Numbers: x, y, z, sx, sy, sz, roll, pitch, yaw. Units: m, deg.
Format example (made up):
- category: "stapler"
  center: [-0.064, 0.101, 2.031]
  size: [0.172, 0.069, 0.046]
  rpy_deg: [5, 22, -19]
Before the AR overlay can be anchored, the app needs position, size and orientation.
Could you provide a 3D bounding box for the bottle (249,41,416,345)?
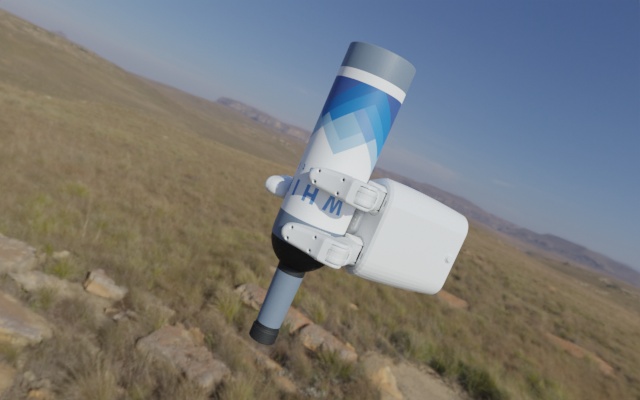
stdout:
- category: "bottle"
  center: [0.000, 0.001, 0.457]
  size: [0.069, 0.296, 0.069]
  rpy_deg: [23, 5, -2]
